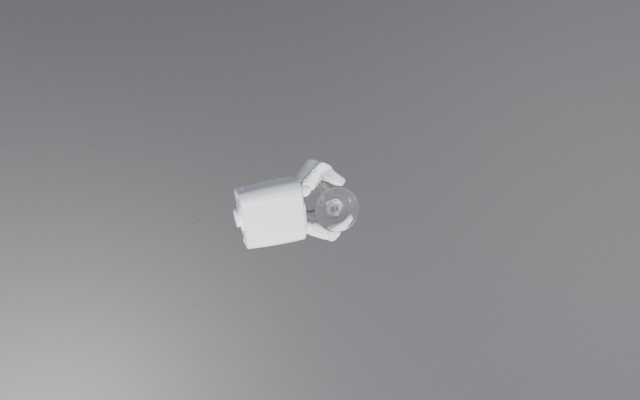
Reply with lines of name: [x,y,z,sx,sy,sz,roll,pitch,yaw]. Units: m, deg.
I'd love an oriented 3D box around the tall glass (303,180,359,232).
tall glass: [0.000,0.003,0.868,0.079,0.079,0.201,0,7,-16]
